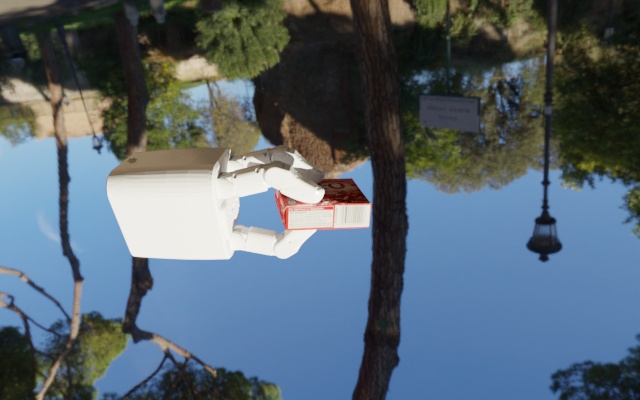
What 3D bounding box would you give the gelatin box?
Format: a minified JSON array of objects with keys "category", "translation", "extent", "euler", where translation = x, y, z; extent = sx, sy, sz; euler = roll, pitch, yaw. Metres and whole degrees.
[{"category":"gelatin box","translation":[0.000,0.002,0.499],"extent":[0.089,0.030,0.073],"euler":[-1,23,-12]}]
